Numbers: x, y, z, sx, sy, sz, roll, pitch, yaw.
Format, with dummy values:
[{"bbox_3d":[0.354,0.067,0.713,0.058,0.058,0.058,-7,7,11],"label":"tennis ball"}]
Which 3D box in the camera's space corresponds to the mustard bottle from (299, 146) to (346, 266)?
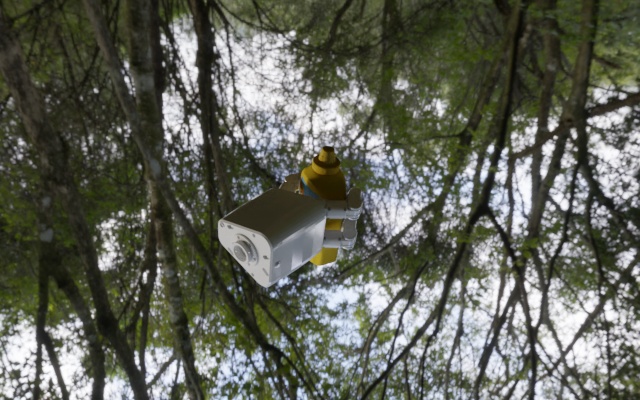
[{"bbox_3d":[0.000,0.003,0.734,0.058,0.192,0.096,-12,41,-24],"label":"mustard bottle"}]
